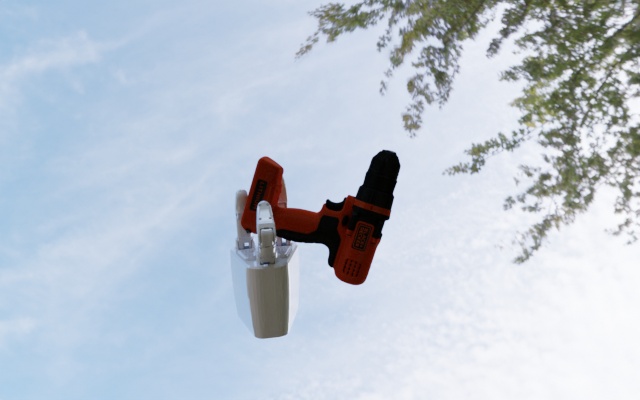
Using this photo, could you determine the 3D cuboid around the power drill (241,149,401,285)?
[{"bbox_3d":[0.000,0.002,0.638,0.187,0.184,0.057,18,2,9],"label":"power drill"}]
